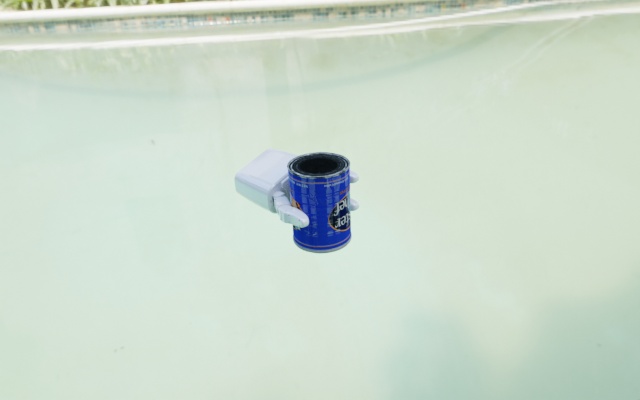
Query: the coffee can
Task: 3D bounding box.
[{"bbox_3d":[0.000,0.003,0.799,0.103,0.140,0.102,-2,28,1],"label":"coffee can"}]
